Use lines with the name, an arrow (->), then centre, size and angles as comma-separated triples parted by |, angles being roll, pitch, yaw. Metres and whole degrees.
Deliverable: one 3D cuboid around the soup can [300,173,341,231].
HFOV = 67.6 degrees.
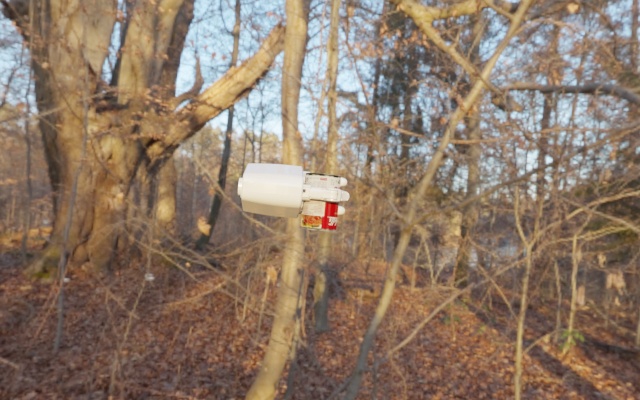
soup can -> 0.001, 0.003, 0.879 | 0.068, 0.102, 0.068 | 5, 0, 0
